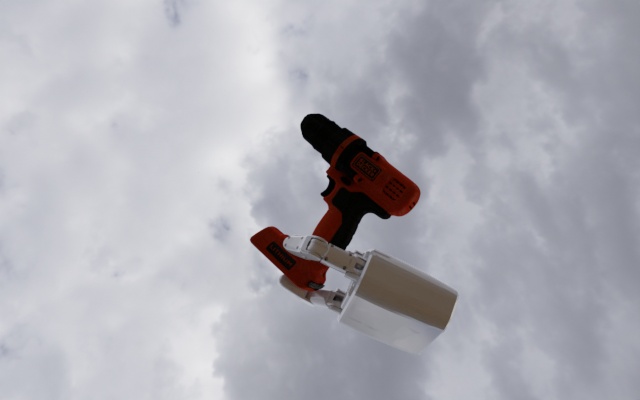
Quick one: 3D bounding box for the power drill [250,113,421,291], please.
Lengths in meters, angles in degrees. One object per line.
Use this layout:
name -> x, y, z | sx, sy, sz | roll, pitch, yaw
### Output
power drill -> 0.000, 0.002, 0.591 | 0.184, 0.187, 0.057 | 41, 4, 24
